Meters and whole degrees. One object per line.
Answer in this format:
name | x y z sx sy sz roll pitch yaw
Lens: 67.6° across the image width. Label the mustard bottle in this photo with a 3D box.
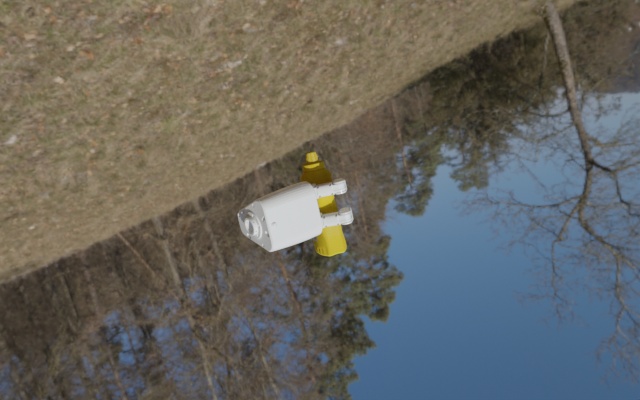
mustard bottle | 0.000 0.003 0.900 0.058 0.192 0.096 -14 11 -11
